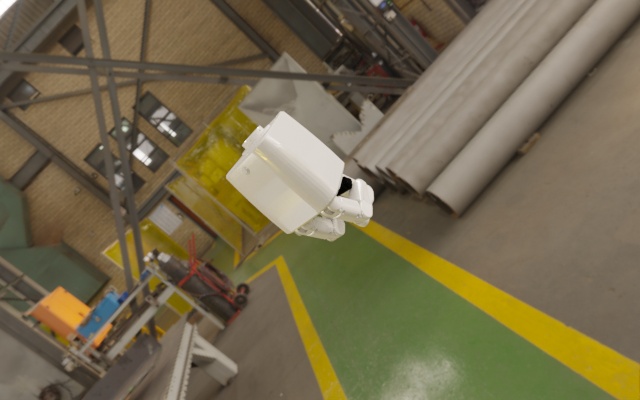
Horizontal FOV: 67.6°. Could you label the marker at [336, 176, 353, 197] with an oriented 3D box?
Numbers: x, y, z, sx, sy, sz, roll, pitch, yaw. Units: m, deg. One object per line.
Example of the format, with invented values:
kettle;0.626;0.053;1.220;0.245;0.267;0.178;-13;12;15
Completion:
marker;0.000;0.002;0.632;0.020;0.020;0.121;0;-26;-42
